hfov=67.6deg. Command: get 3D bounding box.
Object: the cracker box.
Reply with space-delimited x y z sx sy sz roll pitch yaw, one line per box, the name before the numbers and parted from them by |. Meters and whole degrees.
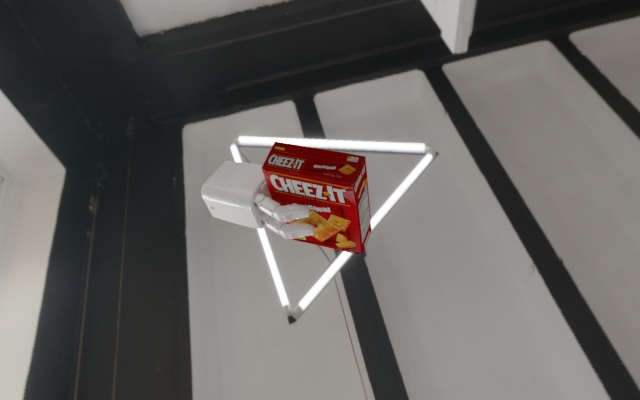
cracker box | 0.000 0.003 0.854 0.164 0.072 0.214 11 -34 17
